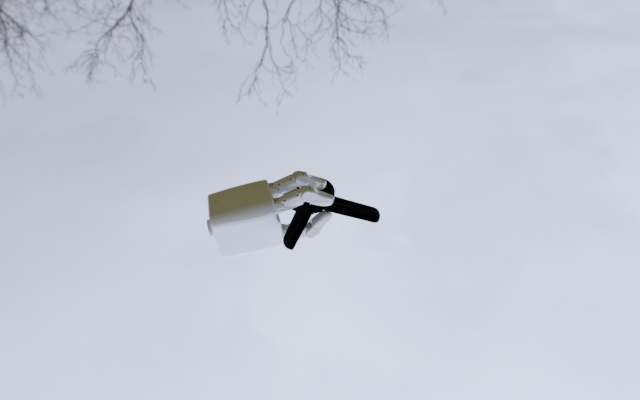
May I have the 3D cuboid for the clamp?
[{"bbox_3d":[0.000,0.003,0.837,0.164,0.036,0.209,-12,32,-8],"label":"clamp"}]
